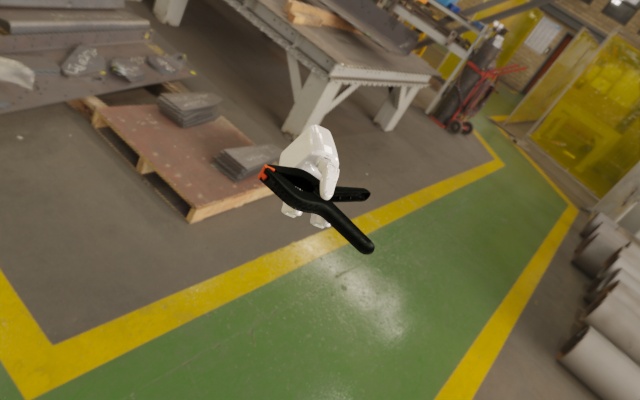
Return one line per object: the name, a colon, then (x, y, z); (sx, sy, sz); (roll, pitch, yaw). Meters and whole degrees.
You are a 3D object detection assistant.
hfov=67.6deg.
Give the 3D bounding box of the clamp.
clamp: (0.000, 0.002, 0.767); (0.210, 0.036, 0.164); (21, 32, -19)
